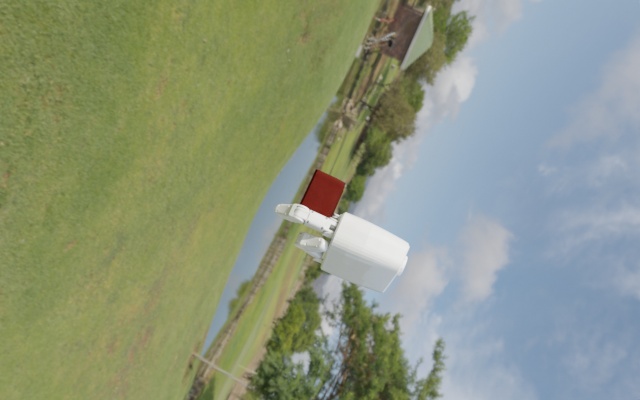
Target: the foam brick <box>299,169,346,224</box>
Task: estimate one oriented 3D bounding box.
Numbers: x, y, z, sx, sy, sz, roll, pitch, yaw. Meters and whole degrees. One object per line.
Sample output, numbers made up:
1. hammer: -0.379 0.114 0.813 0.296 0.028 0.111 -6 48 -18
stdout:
1. foam brick: 0.000 0.002 0.741 0.051 0.078 0.053 23 -16 5
